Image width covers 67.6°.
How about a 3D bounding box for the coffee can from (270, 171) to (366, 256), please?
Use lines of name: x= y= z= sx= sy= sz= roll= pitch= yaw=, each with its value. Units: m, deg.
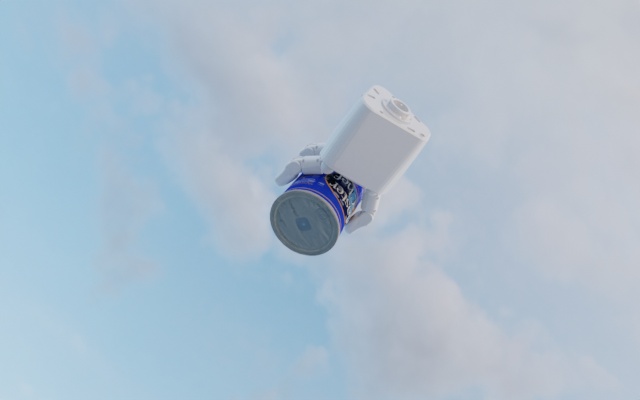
coffee can: x=0.000 y=0.003 z=0.713 sx=0.103 sy=0.103 sz=0.140 roll=0 pitch=27 yaw=23
